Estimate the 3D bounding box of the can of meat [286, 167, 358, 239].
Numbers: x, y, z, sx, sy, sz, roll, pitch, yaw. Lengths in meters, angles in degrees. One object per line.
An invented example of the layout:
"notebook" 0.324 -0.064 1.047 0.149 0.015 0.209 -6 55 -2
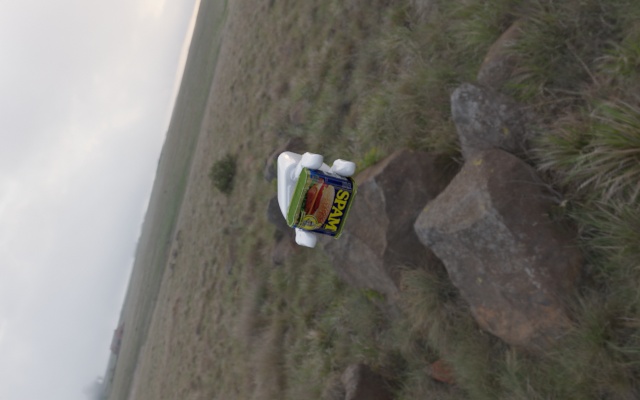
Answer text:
"can of meat" 0.000 0.003 0.757 0.084 0.102 0.057 14 18 -18
